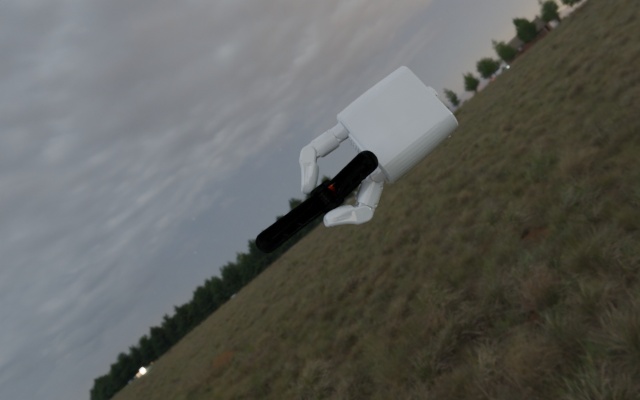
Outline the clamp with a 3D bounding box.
[{"bbox_3d":[0.000,0.001,0.603,0.164,0.036,0.210,-37,-2,3],"label":"clamp"}]
